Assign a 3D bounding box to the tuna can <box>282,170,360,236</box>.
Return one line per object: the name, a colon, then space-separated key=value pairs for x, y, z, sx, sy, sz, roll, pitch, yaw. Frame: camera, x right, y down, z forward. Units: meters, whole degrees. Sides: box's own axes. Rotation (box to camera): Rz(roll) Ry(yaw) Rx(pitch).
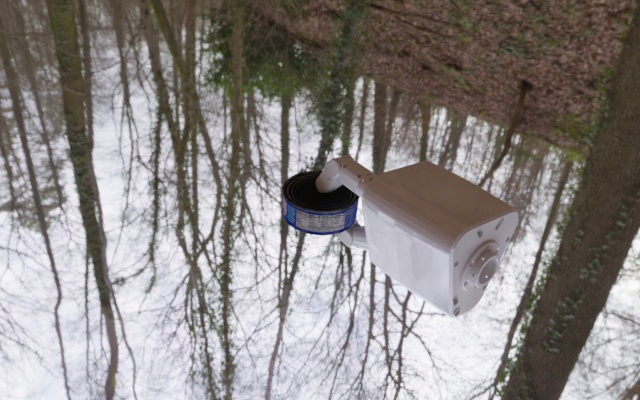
tuna can: x=0.000 y=0.002 z=0.534 sx=0.086 sy=0.034 sz=0.086 roll=3 pitch=33 yaw=-2
